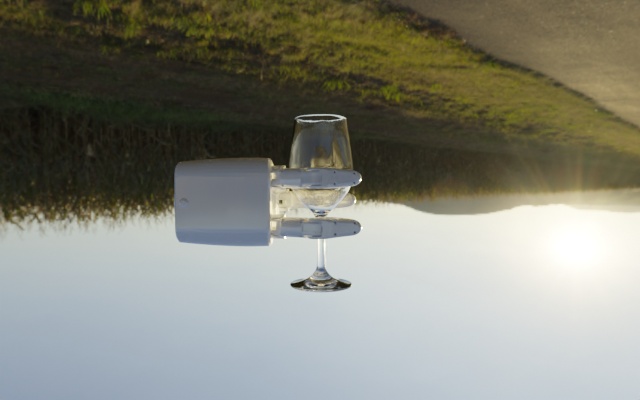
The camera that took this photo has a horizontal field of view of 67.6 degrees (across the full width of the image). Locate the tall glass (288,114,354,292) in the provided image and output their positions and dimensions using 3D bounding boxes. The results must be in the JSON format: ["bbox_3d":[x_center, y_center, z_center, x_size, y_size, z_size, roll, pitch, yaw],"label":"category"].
[{"bbox_3d":[0.000,0.003,0.568,0.079,0.201,0.079,0,2,0],"label":"tall glass"}]
